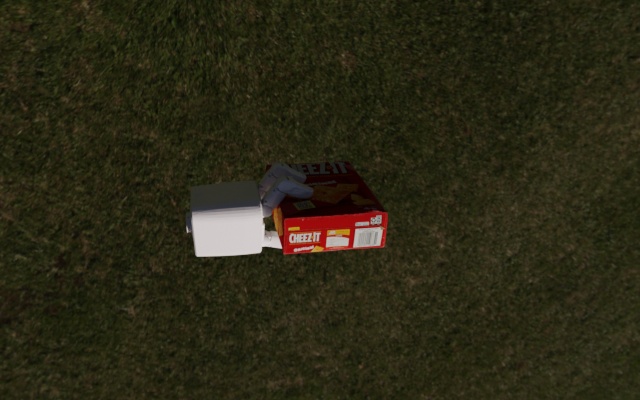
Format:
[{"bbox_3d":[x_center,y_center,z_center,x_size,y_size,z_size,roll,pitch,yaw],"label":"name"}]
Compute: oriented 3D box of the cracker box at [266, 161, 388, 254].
[{"bbox_3d":[0.000,0.003,0.808,0.164,0.072,0.213,-3,27,-13],"label":"cracker box"}]
